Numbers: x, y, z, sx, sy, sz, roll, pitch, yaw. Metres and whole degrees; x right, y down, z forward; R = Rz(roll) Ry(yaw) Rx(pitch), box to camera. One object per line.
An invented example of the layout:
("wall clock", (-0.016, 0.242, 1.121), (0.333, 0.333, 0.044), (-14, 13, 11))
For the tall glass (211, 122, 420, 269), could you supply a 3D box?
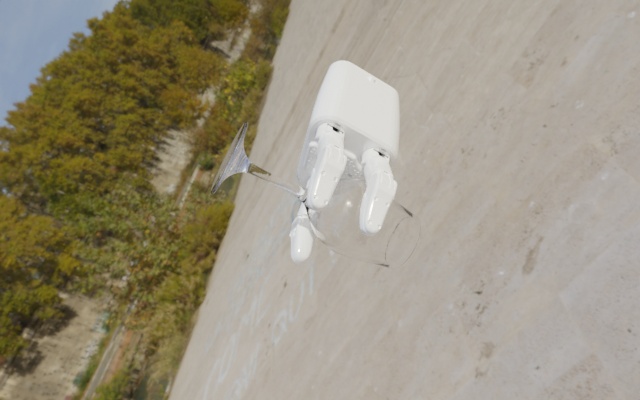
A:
("tall glass", (-0.001, 0.001, 0.472), (0.201, 0.079, 0.079), (26, -8, -16))
